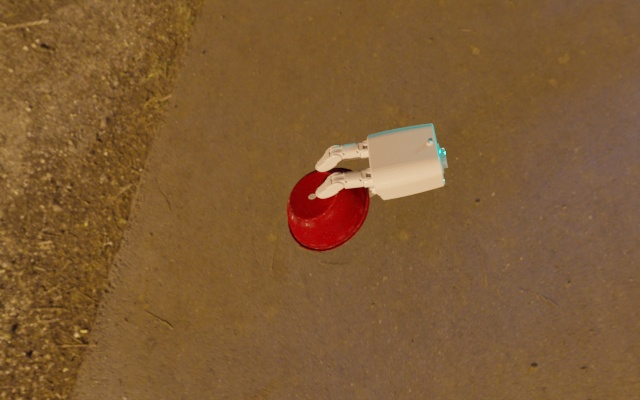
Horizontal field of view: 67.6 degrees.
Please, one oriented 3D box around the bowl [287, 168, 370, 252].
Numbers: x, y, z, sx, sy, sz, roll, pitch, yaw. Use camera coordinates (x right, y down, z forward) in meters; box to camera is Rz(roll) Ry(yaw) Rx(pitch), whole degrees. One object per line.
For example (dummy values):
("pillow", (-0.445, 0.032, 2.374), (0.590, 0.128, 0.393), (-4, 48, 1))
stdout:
("bowl", (-0.001, 0.003, 0.815), (0.162, 0.162, 0.055), (0, -26, 32))
